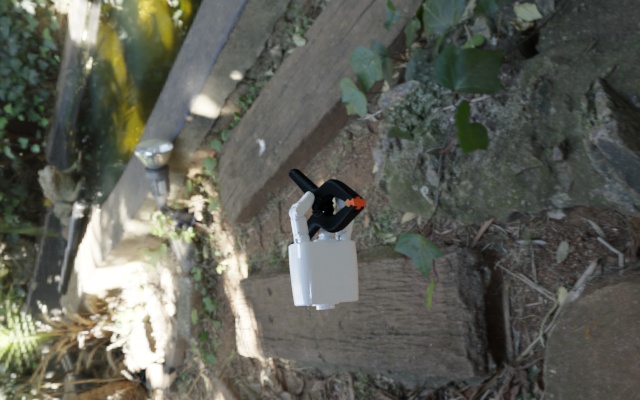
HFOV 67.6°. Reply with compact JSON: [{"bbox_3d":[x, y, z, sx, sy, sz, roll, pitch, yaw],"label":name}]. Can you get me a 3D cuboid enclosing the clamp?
[{"bbox_3d":[0.000,0.003,0.870,0.036,0.164,0.210,1,-13,-37],"label":"clamp"}]
